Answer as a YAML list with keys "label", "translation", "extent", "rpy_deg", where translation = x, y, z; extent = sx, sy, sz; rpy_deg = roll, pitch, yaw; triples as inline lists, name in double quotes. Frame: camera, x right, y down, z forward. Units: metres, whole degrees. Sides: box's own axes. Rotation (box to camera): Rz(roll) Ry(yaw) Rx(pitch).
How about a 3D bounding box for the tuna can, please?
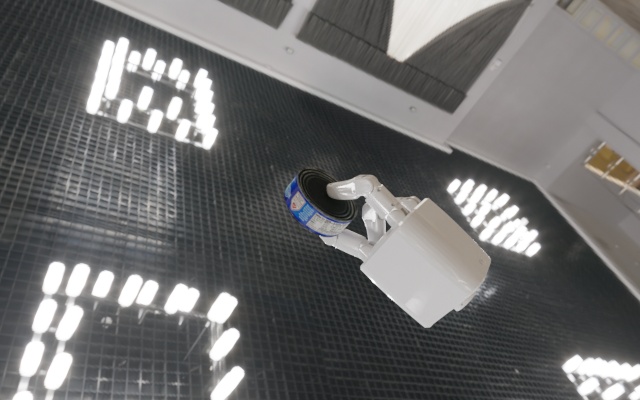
- label: "tuna can"
  translation: [0.000, 0.002, 0.567]
  extent: [0.086, 0.086, 0.034]
  rpy_deg: [0, -41, -49]
